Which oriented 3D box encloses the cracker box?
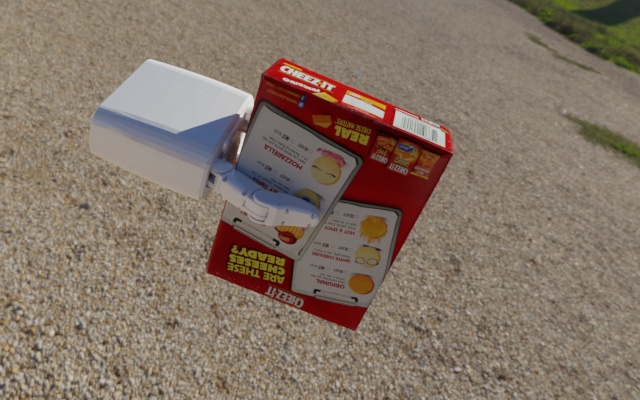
[{"bbox_3d":[0.000,0.001,0.447,0.164,0.214,0.072,22,31,-1],"label":"cracker box"}]
